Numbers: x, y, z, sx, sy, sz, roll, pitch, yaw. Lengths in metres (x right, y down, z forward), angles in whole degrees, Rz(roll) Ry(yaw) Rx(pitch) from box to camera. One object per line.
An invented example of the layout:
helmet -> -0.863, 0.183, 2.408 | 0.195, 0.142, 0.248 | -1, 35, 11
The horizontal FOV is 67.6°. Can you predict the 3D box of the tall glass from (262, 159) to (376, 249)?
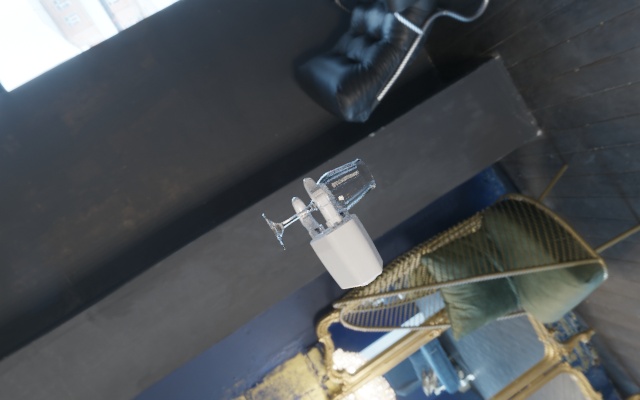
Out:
tall glass -> -0.001, 0.003, 0.856 | 0.201, 0.079, 0.079 | -33, 5, -8
